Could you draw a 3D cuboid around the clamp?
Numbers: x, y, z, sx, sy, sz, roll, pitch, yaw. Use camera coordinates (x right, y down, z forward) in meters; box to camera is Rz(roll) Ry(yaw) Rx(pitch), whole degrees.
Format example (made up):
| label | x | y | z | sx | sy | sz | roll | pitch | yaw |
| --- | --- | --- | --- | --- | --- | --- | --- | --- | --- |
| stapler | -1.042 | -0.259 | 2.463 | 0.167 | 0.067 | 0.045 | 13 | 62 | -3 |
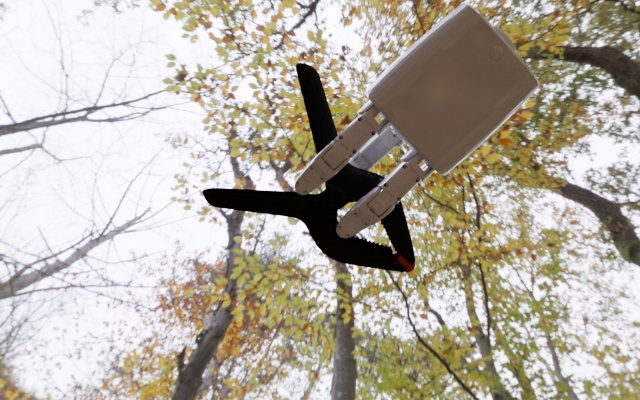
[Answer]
| label | x | y | z | sx | sy | sz | roll | pitch | yaw |
| --- | --- | --- | --- | --- | --- | --- | --- | --- | --- |
| clamp | 0.001 | 0.002 | 0.456 | 0.164 | 0.210 | 0.036 | -42 | 6 | 18 |
